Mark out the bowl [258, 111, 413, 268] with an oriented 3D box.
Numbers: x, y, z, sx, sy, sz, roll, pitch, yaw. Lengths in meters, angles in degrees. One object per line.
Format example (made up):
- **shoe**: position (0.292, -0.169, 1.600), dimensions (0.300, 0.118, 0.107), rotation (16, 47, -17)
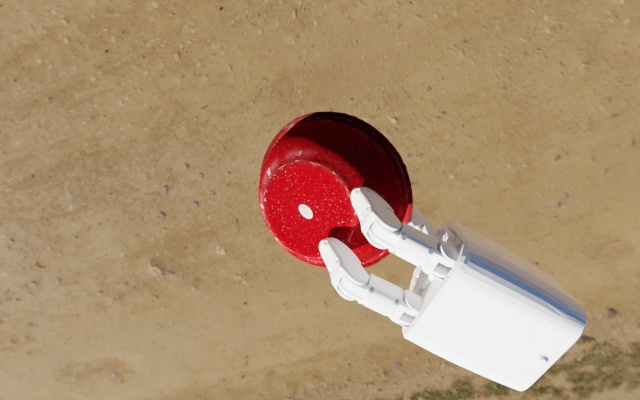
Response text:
- **bowl**: position (-0.001, 0.001, 0.444), dimensions (0.162, 0.162, 0.055), rotation (0, 17, 26)
